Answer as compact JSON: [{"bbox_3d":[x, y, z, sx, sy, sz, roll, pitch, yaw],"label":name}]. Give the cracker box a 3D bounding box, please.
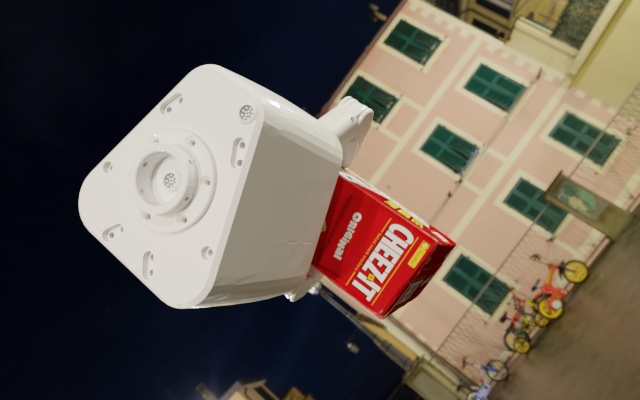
[{"bbox_3d":[0.000,0.001,0.404,0.213,0.072,0.164,36,8,19],"label":"cracker box"}]
